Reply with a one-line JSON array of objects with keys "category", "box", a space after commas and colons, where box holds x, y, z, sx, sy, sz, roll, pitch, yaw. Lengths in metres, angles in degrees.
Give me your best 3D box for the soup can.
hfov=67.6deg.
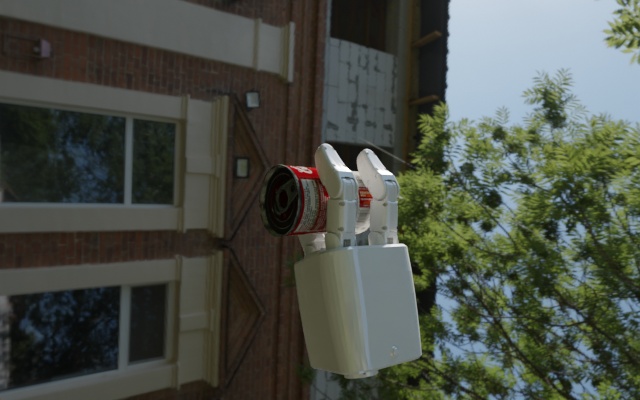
[{"category": "soup can", "box": [0.000, 0.001, 0.476, 0.102, 0.068, 0.068, 2, -1, -38]}]
